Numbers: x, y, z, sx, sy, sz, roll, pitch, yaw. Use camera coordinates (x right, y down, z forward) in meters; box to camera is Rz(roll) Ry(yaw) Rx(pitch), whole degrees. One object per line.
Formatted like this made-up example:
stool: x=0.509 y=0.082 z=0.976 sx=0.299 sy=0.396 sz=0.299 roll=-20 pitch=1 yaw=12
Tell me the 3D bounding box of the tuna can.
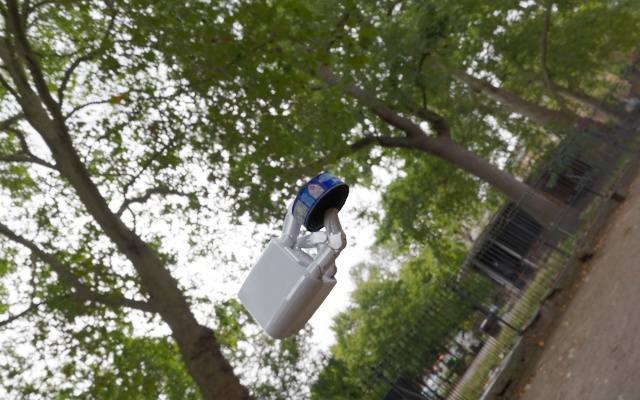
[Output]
tuna can: x=0.000 y=0.002 z=0.674 sx=0.033 sy=0.086 sz=0.086 roll=41 pitch=19 yaw=23
